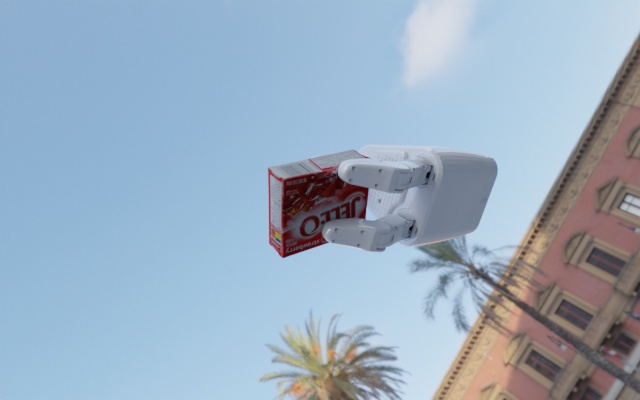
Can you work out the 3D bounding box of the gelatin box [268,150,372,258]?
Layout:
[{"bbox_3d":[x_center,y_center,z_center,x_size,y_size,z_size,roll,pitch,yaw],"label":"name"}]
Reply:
[{"bbox_3d":[0.000,0.001,0.407,0.089,0.073,0.030,-15,33,-30],"label":"gelatin box"}]
